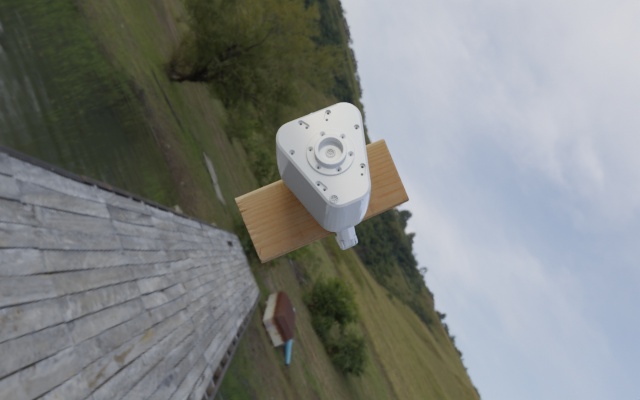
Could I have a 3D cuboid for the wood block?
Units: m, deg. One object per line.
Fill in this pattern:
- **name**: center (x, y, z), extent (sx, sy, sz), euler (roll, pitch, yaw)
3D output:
- **wood block**: center (0.000, 0.002, 0.647), extent (0.206, 0.091, 0.090), euler (-22, -2, -6)
